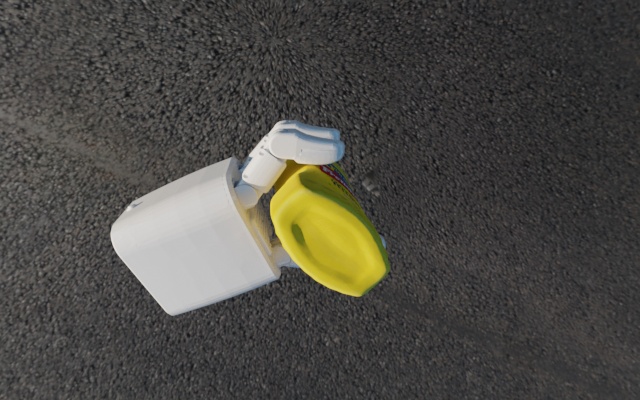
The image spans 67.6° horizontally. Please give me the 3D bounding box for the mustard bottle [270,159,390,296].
[{"bbox_3d":[0.000,0.001,0.416,0.096,0.058,0.191,42,10,-17],"label":"mustard bottle"}]
